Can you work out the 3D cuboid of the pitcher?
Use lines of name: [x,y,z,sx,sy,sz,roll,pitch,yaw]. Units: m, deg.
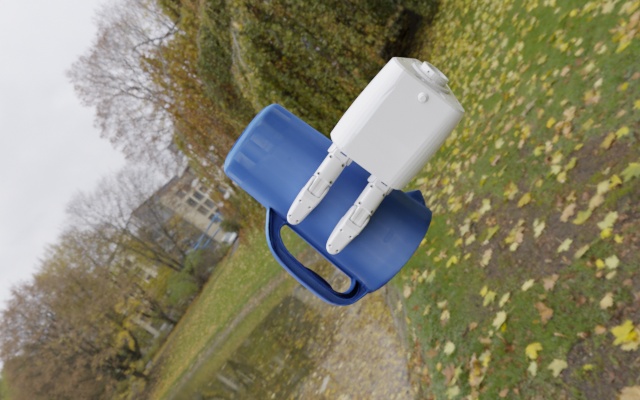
pitcher: [0.000,0.002,0.589,0.243,0.145,0.149,37,28,-4]
